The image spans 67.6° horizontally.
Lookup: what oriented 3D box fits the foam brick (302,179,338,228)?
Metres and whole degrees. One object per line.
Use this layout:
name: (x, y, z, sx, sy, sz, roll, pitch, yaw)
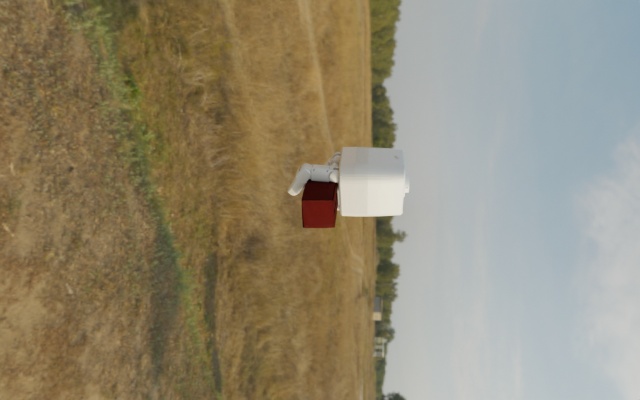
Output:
foam brick: (0.000, 0.003, 0.771, 0.051, 0.053, 0.078, 1, 31, 6)
